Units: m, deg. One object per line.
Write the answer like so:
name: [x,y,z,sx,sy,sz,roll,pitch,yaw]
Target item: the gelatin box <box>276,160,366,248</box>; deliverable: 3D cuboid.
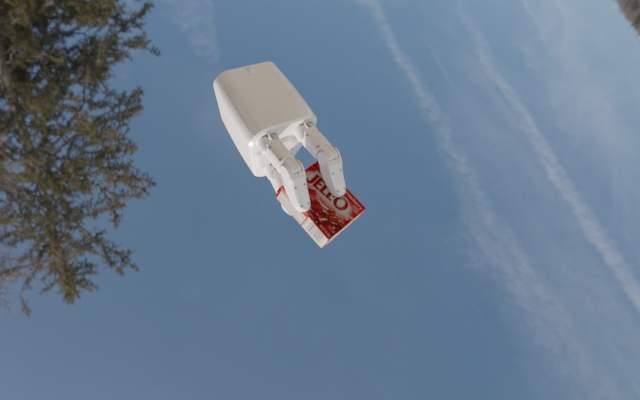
gelatin box: [0.000,0.002,0.595,0.073,0.089,0.030,-38,-8,-34]
